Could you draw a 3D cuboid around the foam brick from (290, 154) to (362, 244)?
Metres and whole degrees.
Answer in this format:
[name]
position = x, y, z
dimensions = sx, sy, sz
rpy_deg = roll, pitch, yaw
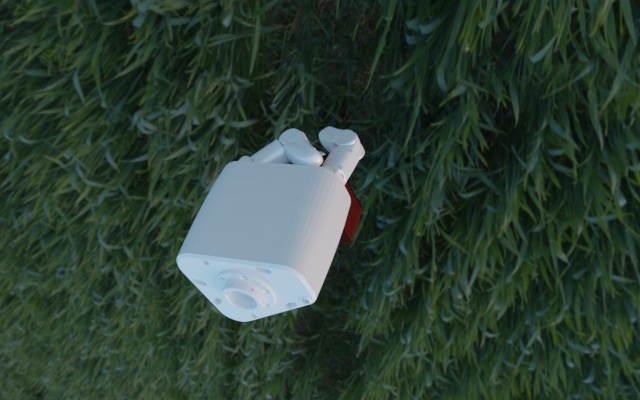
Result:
[foam brick]
position = 0.000, 0.002, 0.476
dimensions = 0.053, 0.051, 0.078
rpy_deg = -9, -49, 28
